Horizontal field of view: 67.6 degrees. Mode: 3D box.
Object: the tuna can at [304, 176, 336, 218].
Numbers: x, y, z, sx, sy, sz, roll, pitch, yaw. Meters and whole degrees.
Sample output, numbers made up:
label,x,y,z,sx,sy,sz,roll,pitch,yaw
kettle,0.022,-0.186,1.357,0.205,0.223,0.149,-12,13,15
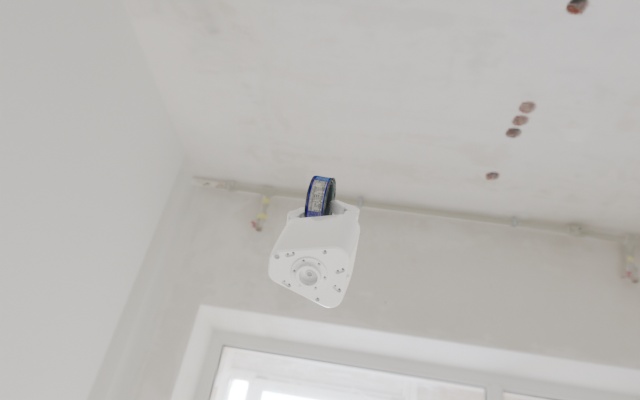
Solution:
label,x,y,z,sx,sy,sz,roll,pitch,yaw
tuna can,0.000,0.002,0.784,0.034,0.086,0.086,9,2,11
